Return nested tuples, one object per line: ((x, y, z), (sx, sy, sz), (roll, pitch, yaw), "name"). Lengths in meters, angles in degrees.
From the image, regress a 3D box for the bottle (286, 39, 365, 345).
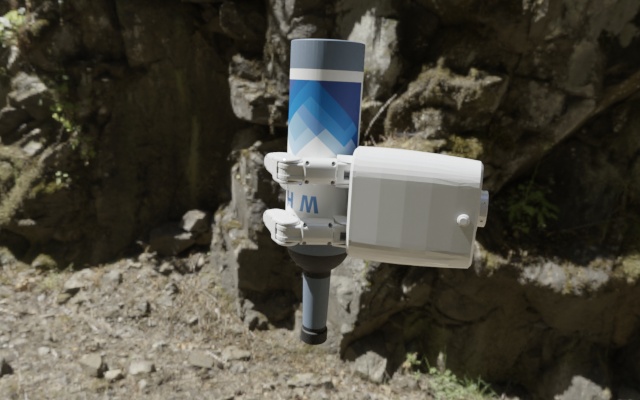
((0.000, 0.001, 0.462), (0.069, 0.296, 0.069), (3, 14, -1), "bottle")
